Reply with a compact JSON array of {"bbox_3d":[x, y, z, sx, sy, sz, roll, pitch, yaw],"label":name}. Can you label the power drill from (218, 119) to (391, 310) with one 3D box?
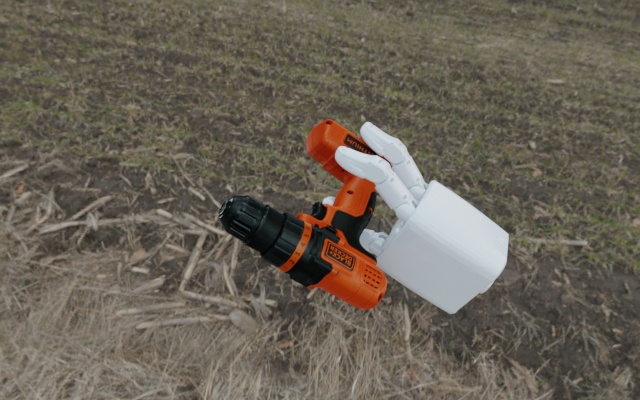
[{"bbox_3d":[0.000,0.001,0.509,0.184,0.187,0.057,33,-40,-18],"label":"power drill"}]
